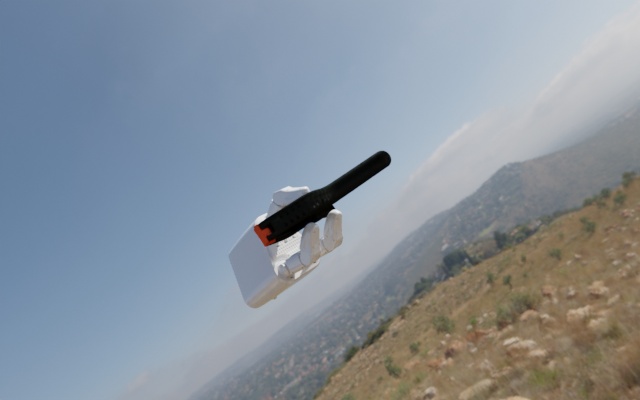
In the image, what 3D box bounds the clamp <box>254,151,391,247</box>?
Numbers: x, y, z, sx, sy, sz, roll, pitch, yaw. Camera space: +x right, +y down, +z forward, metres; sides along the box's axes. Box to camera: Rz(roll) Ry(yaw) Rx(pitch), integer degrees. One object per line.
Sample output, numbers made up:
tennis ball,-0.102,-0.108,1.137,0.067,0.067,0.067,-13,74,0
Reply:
clamp,-0.001,0.002,0.647,0.210,0.036,0.165,-25,-14,-48
